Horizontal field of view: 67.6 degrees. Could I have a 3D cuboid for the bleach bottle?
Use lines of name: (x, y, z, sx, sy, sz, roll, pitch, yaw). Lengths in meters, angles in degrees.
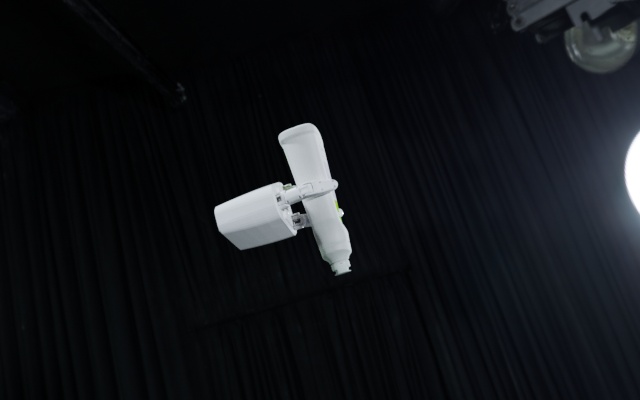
bleach bottle: (0.000, 0.003, 0.813, 0.068, 0.250, 0.102, -19, -12, 8)
